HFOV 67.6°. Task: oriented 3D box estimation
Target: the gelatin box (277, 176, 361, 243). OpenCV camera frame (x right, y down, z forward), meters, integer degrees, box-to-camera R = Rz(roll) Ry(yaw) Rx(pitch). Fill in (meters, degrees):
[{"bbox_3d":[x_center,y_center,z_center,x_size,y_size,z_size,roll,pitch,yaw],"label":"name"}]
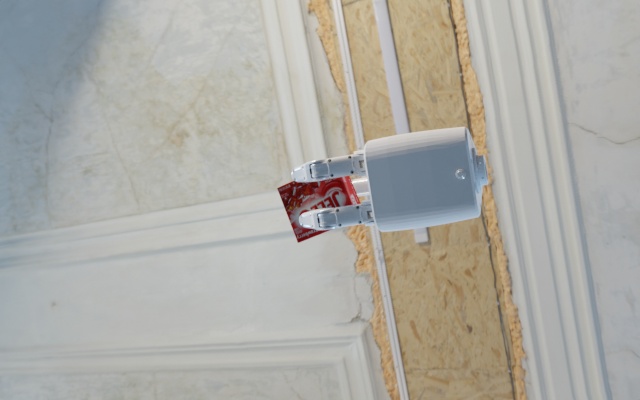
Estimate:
[{"bbox_3d":[0.000,0.002,0.575,0.089,0.073,0.030,-23,-3,27],"label":"gelatin box"}]
